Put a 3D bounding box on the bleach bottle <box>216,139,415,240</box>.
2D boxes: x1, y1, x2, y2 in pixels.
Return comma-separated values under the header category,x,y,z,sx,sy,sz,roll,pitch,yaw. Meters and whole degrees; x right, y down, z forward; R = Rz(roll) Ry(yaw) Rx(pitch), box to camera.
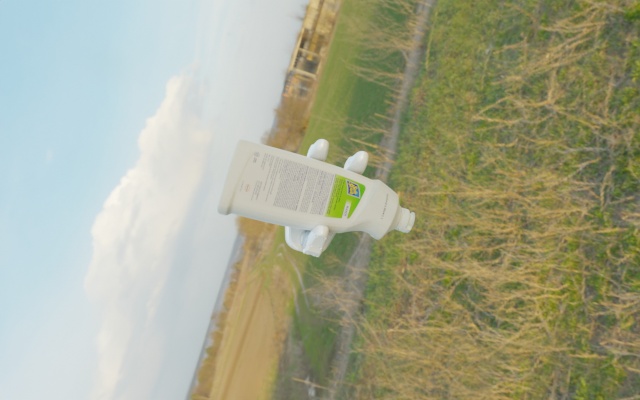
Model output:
category,x,y,z,sx,sy,sz,roll,pitch,yaw
bleach bottle,0.000,0.002,0.624,0.251,0.102,0.068,17,-7,-8
